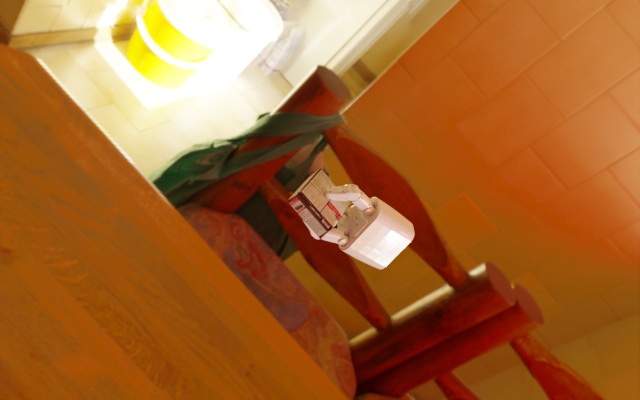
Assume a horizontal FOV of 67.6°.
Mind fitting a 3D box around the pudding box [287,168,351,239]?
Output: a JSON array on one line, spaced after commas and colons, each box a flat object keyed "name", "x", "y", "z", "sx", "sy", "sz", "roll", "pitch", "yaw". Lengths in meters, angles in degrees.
[{"name": "pudding box", "x": 0.000, "y": 0.003, "z": 0.856, "sx": 0.039, "sy": 0.090, "sz": 0.113, "roll": -39, "pitch": 7, "yaw": 30}]
